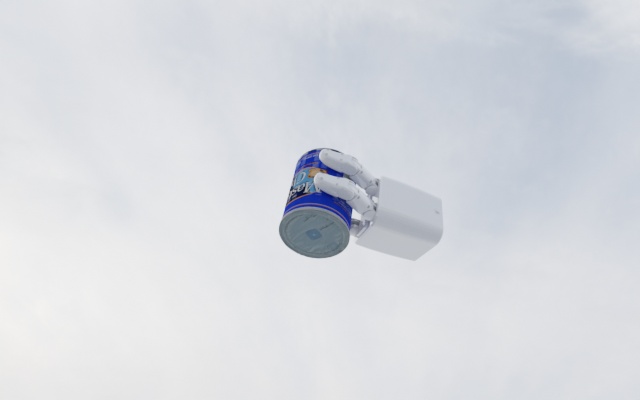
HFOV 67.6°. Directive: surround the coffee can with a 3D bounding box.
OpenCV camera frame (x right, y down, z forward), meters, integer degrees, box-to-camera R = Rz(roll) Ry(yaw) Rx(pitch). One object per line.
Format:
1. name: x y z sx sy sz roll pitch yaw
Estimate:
1. coffee can: 0.000 0.002 0.728 0.103 0.103 0.140 0 43 11
